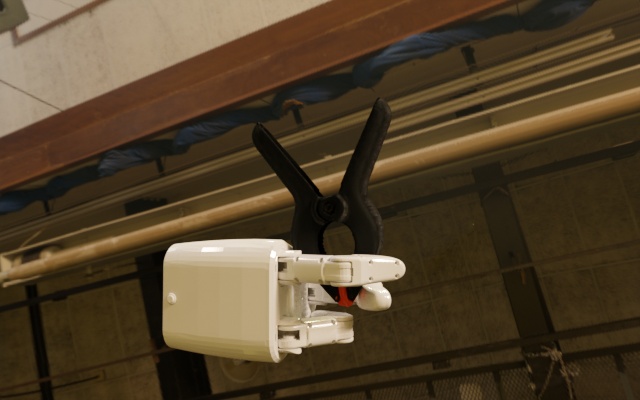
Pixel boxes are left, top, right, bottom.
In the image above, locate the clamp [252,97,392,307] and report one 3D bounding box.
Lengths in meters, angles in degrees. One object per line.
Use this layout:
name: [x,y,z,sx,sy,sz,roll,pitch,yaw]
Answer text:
clamp: [0.000,0.001,0.405,0.120,0.171,0.039,-1,-3,19]
